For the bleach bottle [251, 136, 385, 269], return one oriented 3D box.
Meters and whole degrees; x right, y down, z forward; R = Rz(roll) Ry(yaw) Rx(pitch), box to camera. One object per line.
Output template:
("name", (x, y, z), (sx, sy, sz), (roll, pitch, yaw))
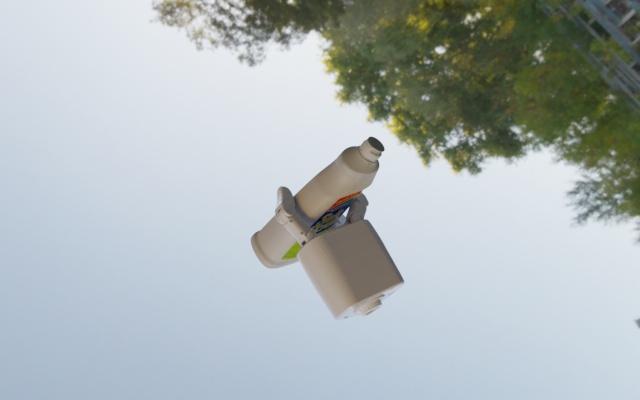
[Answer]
("bleach bottle", (0.000, 0.002, 0.697), (0.102, 0.068, 0.251), (-9, -31, -47))
